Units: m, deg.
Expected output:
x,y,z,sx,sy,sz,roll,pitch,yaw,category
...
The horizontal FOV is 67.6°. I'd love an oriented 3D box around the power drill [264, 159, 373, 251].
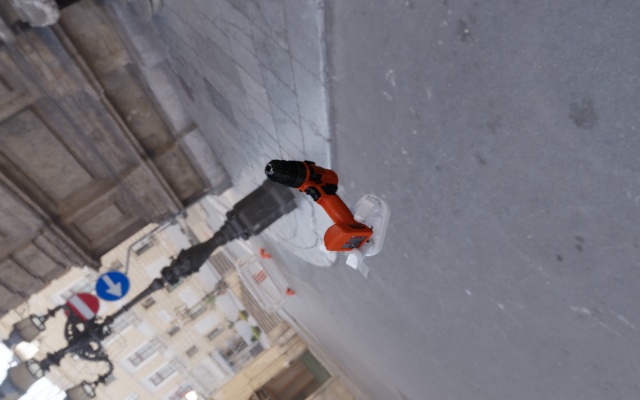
x,y,z,sx,sy,sz,roll,pitch,yaw,category
0.000,0.003,0.859,0.184,0.187,0.057,6,-45,-50,power drill
